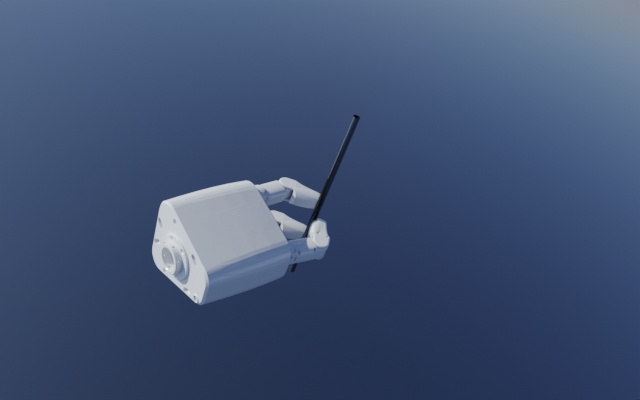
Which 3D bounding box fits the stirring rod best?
[{"bbox_3d":[0.000,0.002,0.582,0.011,0.240,0.011,16,34,-11],"label":"stirring rod"}]
